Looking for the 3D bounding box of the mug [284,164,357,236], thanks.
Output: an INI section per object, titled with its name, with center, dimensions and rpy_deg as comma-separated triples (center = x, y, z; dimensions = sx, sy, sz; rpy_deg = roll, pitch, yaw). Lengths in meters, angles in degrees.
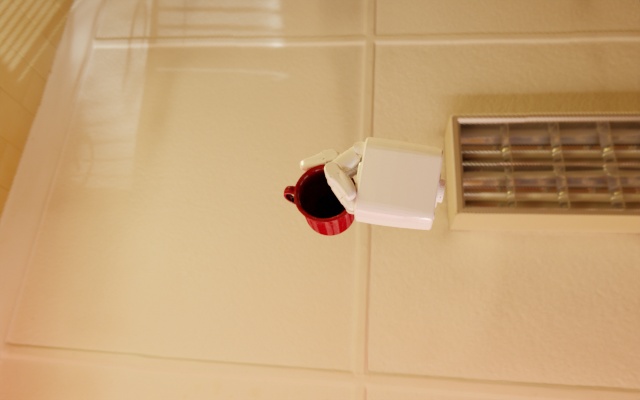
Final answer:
[mug]
center = -0.001, 0.002, 0.732
dimensions = 0.117, 0.093, 0.081
rpy_deg = 9, -22, 11
